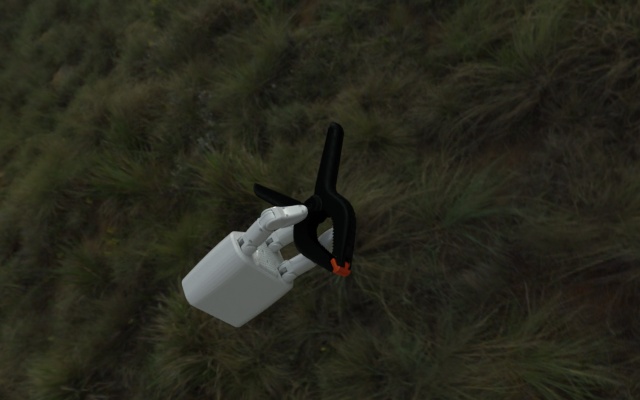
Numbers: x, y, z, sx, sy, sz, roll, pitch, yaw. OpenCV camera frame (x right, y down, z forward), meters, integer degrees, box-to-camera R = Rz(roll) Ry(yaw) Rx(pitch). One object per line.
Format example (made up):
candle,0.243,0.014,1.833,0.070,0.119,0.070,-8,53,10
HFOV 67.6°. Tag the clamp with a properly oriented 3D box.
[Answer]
clamp,0.000,0.002,0.641,0.164,0.210,0.036,-42,-37,17
